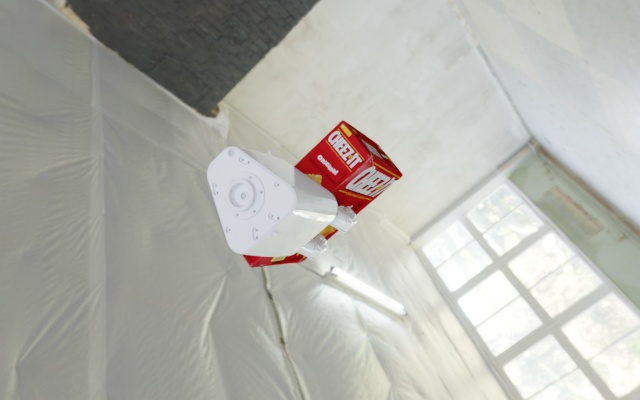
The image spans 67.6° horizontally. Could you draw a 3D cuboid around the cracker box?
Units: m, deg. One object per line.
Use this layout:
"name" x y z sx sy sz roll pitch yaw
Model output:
"cracker box" 0.000 0.002 0.666 0.214 0.072 0.164 -42 -18 14
